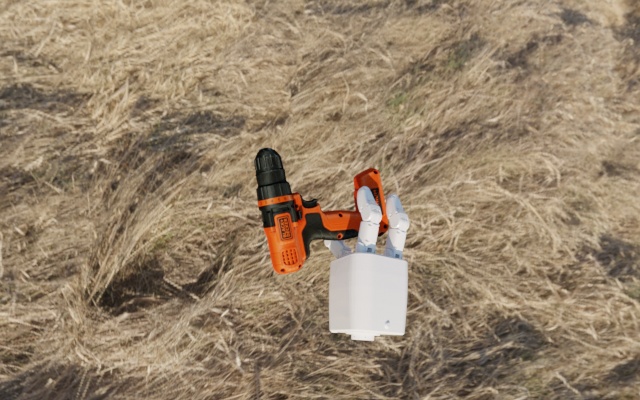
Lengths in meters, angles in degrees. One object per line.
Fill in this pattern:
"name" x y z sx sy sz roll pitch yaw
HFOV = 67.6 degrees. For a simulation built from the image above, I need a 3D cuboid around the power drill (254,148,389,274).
"power drill" 0.001 0.003 0.714 0.187 0.184 0.057 -11 2 -17
